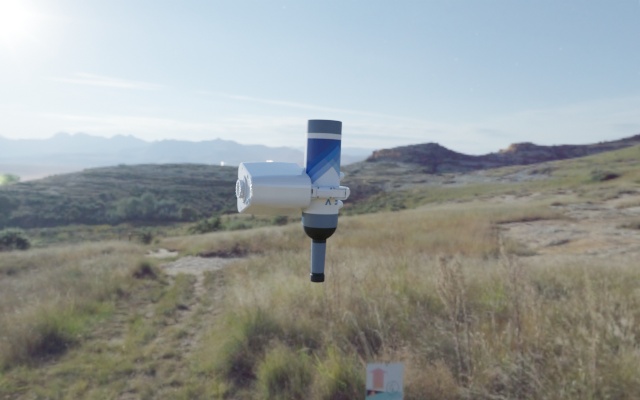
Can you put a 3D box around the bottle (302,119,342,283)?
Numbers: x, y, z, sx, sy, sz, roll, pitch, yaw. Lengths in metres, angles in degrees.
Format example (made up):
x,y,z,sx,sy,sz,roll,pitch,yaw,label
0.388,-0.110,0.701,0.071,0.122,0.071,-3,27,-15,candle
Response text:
x,y,z,sx,sy,sz,roll,pitch,yaw,label
0.000,0.003,0.874,0.069,0.296,0.069,2,5,0,bottle
